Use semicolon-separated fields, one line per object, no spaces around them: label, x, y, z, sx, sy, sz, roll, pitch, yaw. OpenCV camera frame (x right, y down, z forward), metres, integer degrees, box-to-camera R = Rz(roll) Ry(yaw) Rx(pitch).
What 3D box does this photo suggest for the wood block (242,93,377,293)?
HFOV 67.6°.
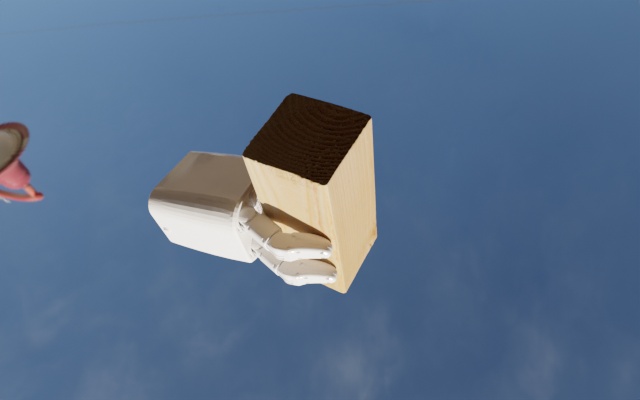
wood block;0.000;0.001;0.507;0.090;0.090;0.206;20;-30;21
